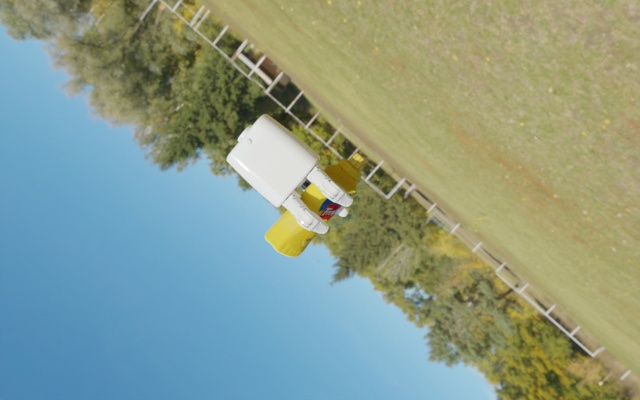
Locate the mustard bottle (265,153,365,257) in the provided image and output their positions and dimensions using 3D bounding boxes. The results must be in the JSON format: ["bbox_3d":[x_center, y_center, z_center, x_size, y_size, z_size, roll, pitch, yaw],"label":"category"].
[{"bbox_3d":[0.000,0.003,0.751,0.058,0.191,0.096,44,8,21],"label":"mustard bottle"}]
